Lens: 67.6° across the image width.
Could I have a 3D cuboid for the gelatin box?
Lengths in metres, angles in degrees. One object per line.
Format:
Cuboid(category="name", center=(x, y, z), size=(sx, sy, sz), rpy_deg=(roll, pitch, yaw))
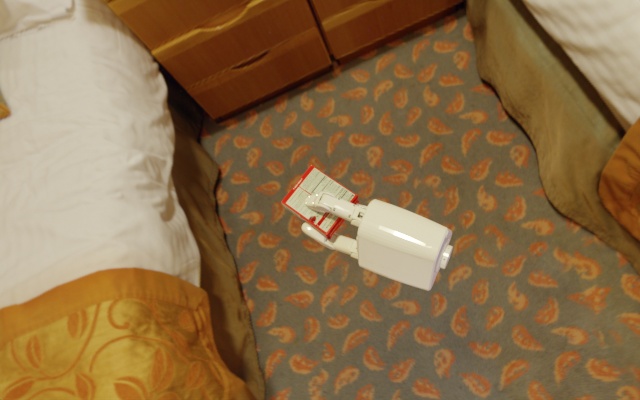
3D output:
Cuboid(category="gelatin box", center=(0.000, 0.002, 0.695), size=(0.089, 0.073, 0.030), rpy_deg=(35, -10, 19))
